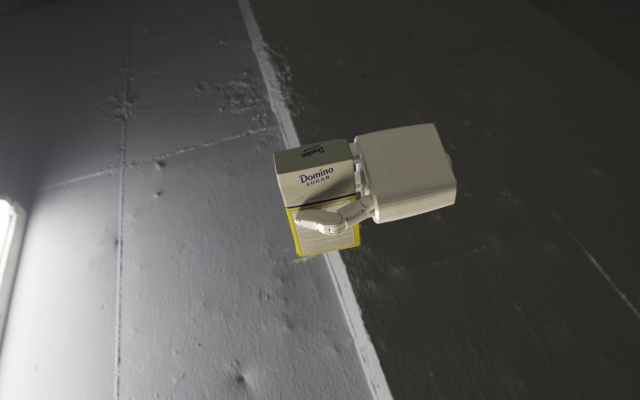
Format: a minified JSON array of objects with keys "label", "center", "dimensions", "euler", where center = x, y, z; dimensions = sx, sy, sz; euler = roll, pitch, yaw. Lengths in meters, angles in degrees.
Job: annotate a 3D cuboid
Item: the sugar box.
[{"label":"sugar box","center":[0.000,0.002,0.625],"dimensions":[0.093,0.048,0.176],"euler":[-11,-43,-2]}]
